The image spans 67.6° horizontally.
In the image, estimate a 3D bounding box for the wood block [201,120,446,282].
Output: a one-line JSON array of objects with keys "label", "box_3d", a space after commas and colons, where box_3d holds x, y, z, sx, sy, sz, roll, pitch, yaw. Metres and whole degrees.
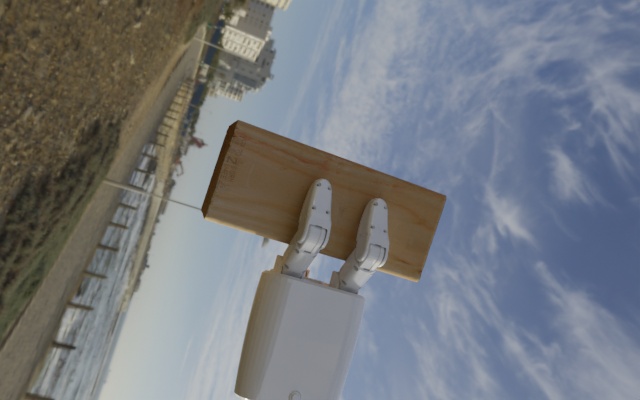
[{"label": "wood block", "box_3d": [0.000, 0.002, 0.461, 0.206, 0.090, 0.091, 19, -1, -17]}]
